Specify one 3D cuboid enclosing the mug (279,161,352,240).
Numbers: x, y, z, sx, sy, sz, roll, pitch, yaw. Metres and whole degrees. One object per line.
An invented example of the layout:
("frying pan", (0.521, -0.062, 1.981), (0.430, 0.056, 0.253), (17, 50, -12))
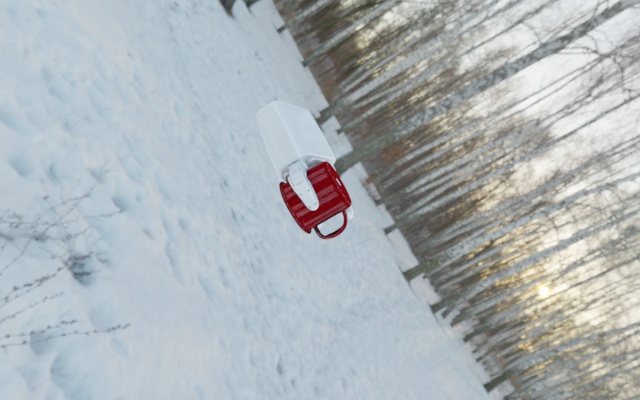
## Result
("mug", (0.001, 0.004, 0.733), (0.081, 0.117, 0.093), (-30, -15, 10))
